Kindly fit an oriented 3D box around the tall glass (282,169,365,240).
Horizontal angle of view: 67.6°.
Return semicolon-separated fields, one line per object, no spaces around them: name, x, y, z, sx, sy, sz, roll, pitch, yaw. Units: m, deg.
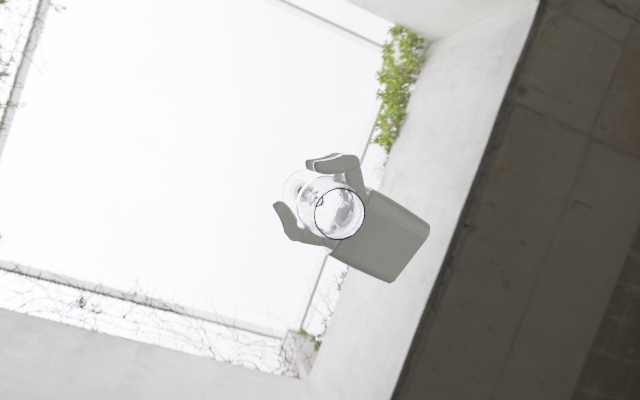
tall glass;0.000;0.002;0.645;0.079;0.079;0.201;0;8;-13
